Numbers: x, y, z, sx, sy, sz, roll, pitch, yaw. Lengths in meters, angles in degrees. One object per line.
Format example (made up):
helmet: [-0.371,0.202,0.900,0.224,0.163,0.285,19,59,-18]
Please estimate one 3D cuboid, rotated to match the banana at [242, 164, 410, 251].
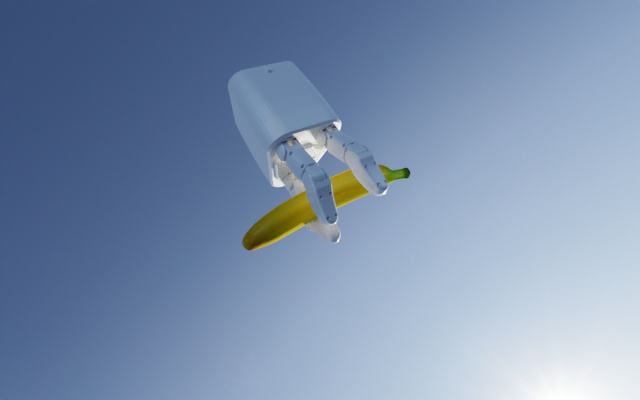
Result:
banana: [0.000,0.000,0.539,0.198,0.037,0.069,-26,4,-8]
